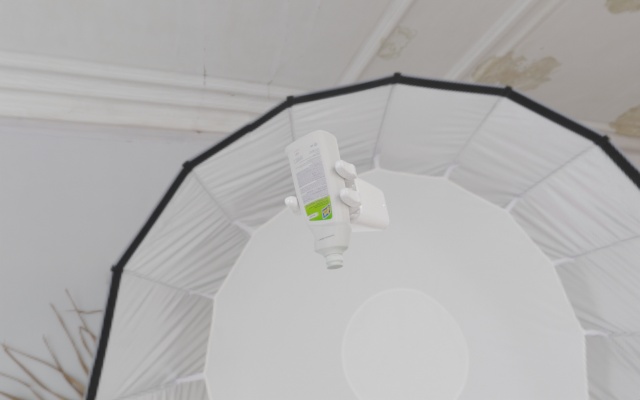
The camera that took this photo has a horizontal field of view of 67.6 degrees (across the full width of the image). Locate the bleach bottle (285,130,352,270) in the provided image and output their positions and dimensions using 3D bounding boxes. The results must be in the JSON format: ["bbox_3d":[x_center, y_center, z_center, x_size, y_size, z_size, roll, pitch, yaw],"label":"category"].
[{"bbox_3d":[0.000,0.003,0.867,0.102,0.250,0.068,-25,-28,33],"label":"bleach bottle"}]
